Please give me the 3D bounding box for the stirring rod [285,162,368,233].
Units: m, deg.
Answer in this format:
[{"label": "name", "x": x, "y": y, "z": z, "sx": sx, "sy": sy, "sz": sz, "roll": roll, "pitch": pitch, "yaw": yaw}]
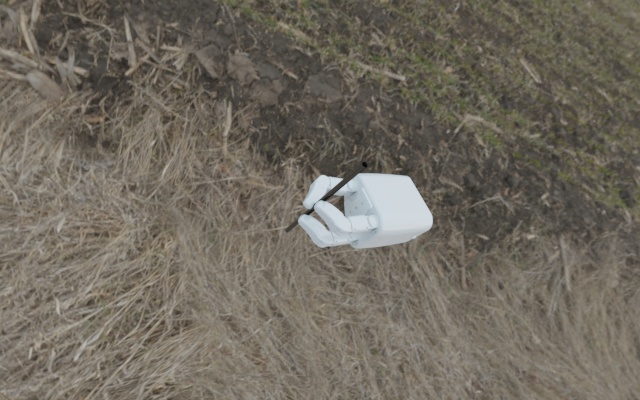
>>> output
[{"label": "stirring rod", "x": 0.000, "y": 0.002, "z": 0.686, "sx": 0.011, "sy": 0.011, "sz": 0.240, "roll": 0, "pitch": -23, "yaw": -29}]
